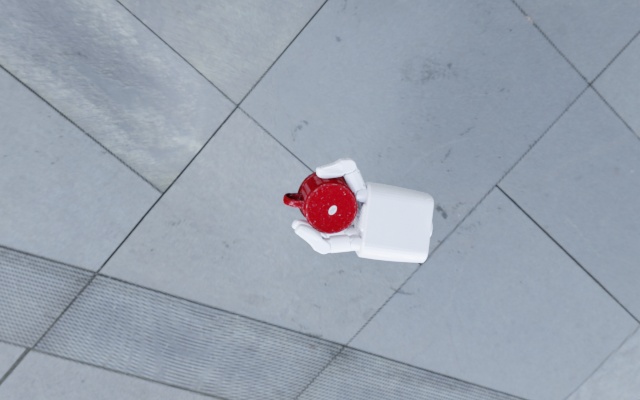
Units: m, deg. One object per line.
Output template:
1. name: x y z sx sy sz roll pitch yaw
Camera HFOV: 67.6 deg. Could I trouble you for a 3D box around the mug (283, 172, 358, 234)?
1. mug: -0.001 0.002 0.746 0.117 0.093 0.081 7 11 -8
